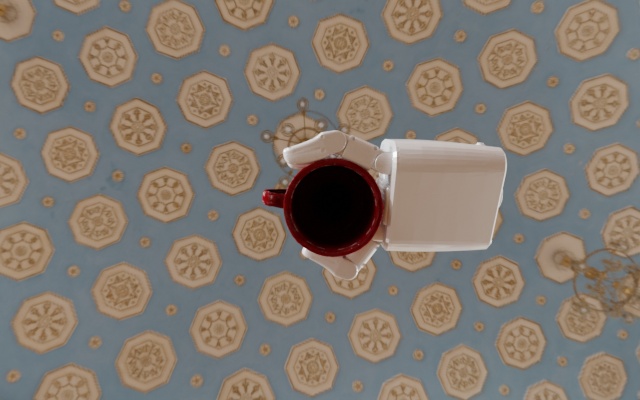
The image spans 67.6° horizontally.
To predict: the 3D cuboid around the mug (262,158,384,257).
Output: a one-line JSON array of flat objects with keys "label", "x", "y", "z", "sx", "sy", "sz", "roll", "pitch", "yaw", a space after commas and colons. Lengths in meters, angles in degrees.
[{"label": "mug", "x": -0.001, "y": 0.002, "z": 0.483, "sx": 0.117, "sy": 0.093, "sz": 0.081, "roll": 3, "pitch": 8, "yaw": 0}]
